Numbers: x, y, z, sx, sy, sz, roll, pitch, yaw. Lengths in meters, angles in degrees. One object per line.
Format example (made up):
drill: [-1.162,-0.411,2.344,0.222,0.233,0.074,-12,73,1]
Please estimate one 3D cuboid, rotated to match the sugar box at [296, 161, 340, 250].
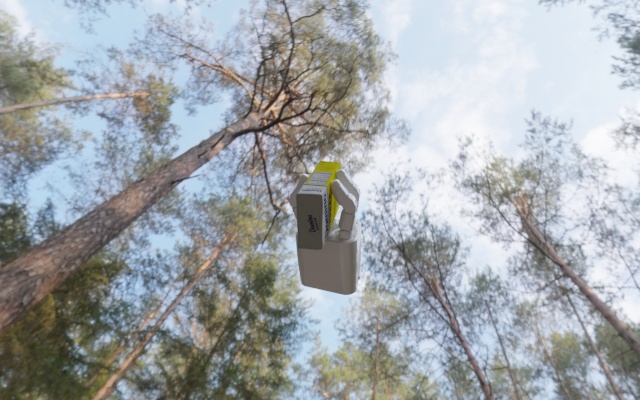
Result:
sugar box: [0.001,0.003,0.791,0.048,0.093,0.176,3,22,8]
